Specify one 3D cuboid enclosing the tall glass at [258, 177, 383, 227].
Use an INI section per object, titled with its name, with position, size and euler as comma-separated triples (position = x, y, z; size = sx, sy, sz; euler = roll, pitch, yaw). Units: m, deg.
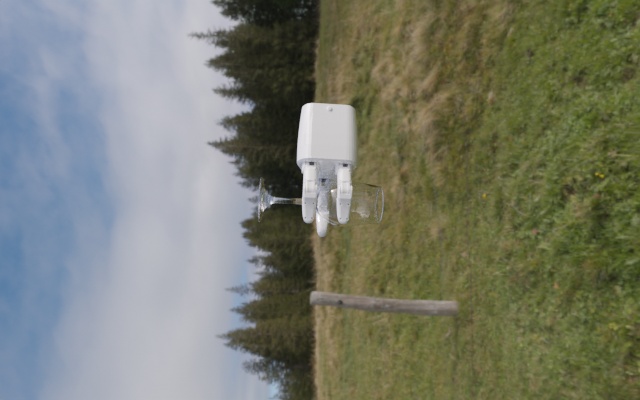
[tall glass]
position = -0.001, 0.003, 0.792
size = 0.201, 0.079, 0.079
euler = 3, 0, -3
